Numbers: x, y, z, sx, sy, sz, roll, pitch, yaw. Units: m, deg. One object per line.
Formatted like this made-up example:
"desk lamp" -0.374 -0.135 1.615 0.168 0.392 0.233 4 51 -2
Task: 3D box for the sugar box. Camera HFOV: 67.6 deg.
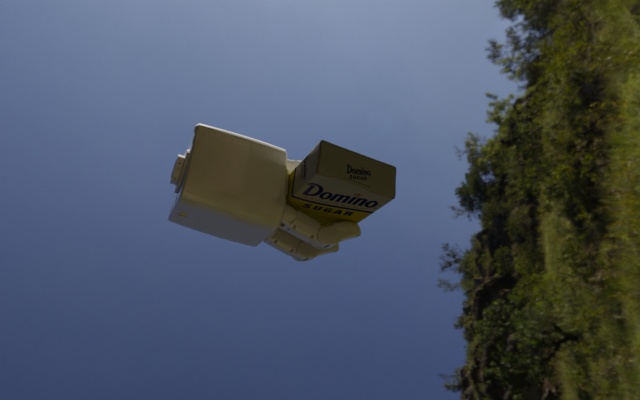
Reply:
"sugar box" 0.000 0.002 0.550 0.093 0.048 0.176 17 -27 -20
